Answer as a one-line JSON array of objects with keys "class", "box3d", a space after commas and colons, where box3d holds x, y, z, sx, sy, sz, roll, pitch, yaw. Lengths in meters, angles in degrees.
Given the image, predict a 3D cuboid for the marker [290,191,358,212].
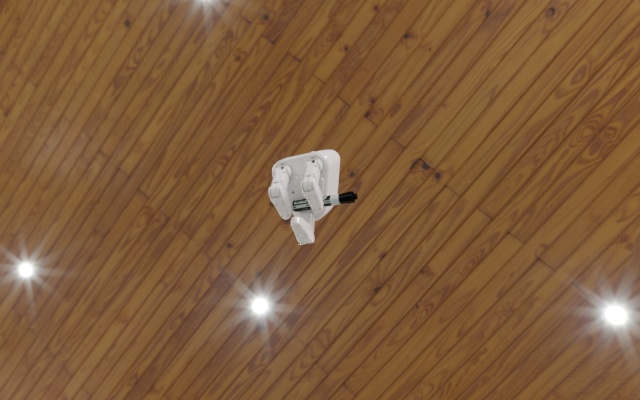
[{"class": "marker", "box3d": [0.000, 0.003, 0.764, 0.121, 0.020, 0.020, -9, -3, 17]}]
